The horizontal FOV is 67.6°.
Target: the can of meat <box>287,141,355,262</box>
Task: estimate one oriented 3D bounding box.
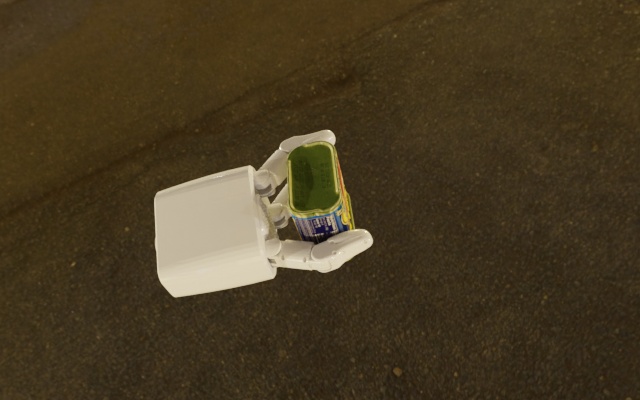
[{"bbox_3d":[0.000,0.001,0.493,0.057,0.102,0.084,-11,-42,6],"label":"can of meat"}]
